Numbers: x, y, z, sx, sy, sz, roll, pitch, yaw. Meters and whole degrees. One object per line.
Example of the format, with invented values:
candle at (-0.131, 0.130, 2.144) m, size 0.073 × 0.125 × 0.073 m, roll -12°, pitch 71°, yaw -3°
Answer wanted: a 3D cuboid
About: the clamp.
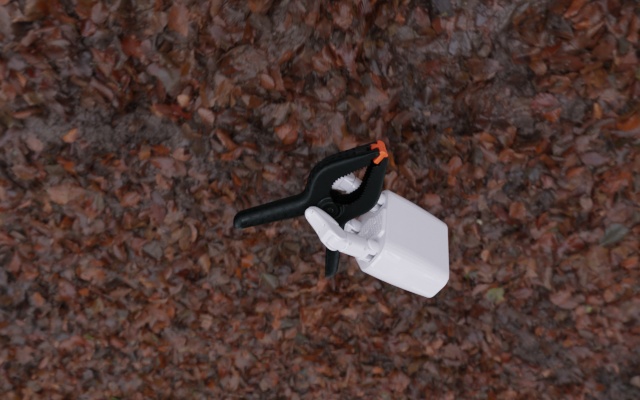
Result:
clamp at (0.001, 0.002, 0.598) m, size 0.164 × 0.210 × 0.036 m, roll 25°, pitch 31°, yaw -21°
